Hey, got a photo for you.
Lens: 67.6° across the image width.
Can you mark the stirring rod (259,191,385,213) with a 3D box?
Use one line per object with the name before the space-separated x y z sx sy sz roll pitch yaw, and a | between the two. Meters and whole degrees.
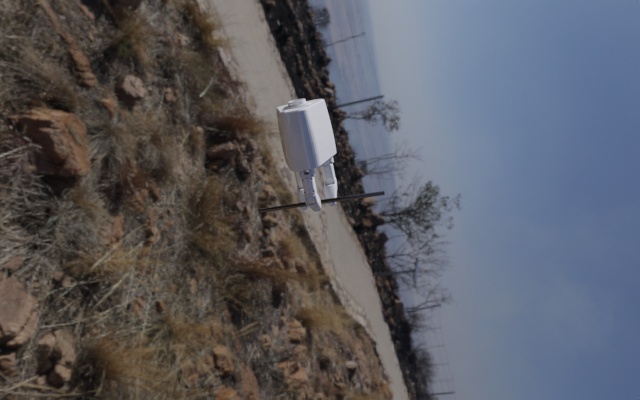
stirring rod | 0.000 0.003 0.897 0.239 0.011 0.011 -8 -2 10
